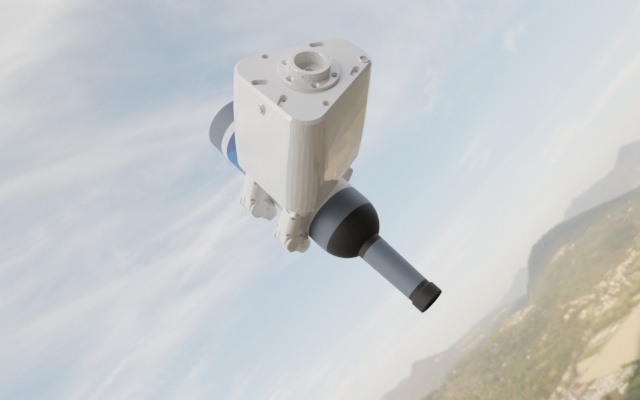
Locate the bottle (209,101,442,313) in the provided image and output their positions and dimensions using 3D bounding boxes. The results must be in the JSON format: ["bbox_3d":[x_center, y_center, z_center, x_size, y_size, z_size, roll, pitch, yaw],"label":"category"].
[{"bbox_3d":[0.000,0.001,0.487,0.295,0.069,0.069,42,20,24],"label":"bottle"}]
